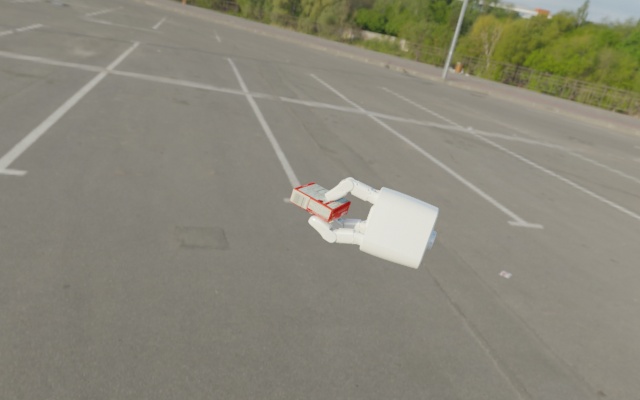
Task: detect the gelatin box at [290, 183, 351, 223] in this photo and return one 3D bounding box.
[{"bbox_3d":[0.000,0.002,0.870,0.089,0.030,0.073,29,23,20],"label":"gelatin box"}]
